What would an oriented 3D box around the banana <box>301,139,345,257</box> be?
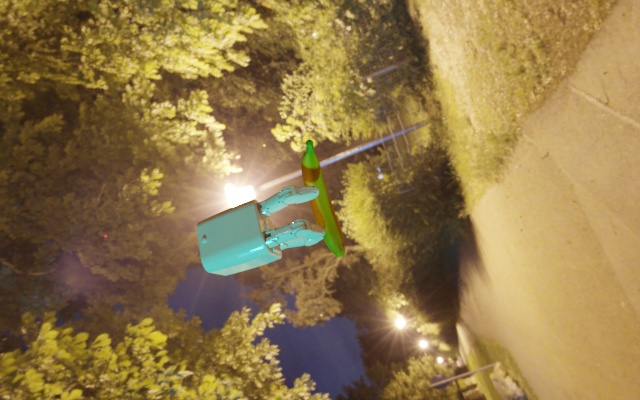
[{"bbox_3d":[0.000,0.001,0.799,0.037,0.198,0.069,-18,-7,1],"label":"banana"}]
